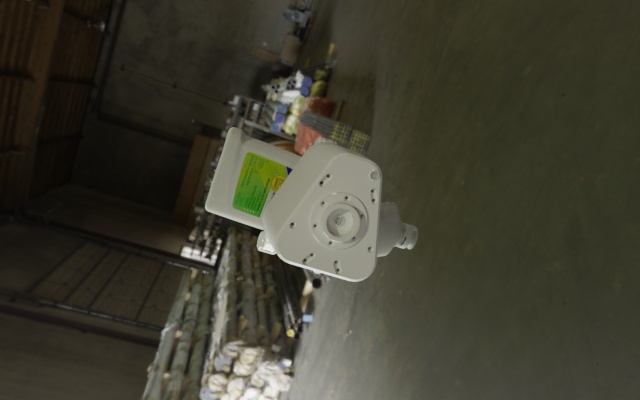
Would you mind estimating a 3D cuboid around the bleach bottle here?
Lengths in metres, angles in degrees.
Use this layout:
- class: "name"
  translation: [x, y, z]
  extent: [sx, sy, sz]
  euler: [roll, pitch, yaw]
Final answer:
- class: "bleach bottle"
  translation: [0.000, 0.002, 0.563]
  extent: [0.251, 0.102, 0.068]
  euler: [17, 6, -13]
